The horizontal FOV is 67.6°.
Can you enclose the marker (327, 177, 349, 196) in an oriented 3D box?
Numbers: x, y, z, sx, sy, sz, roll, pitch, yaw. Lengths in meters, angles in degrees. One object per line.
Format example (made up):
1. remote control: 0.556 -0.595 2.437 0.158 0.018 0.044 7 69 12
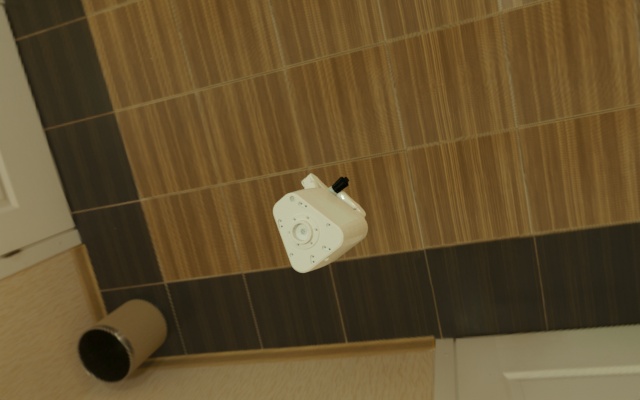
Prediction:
1. marker: 0.000 0.003 0.782 0.121 0.020 0.020 -41 -16 20
